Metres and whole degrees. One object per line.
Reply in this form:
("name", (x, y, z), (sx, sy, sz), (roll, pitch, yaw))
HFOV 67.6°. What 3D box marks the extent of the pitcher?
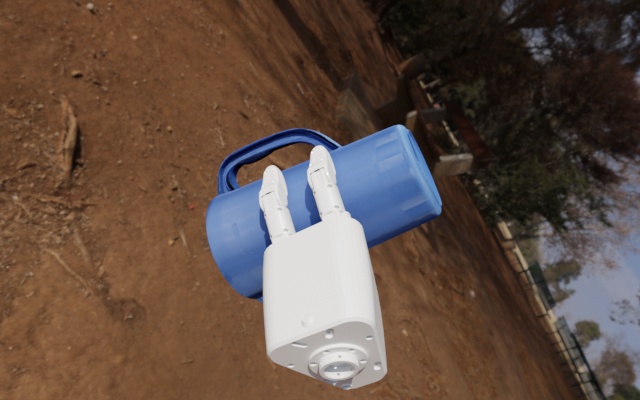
("pitcher", (0.000, 0.002, 0.539), (0.243, 0.145, 0.149), (-24, -52, 16))
